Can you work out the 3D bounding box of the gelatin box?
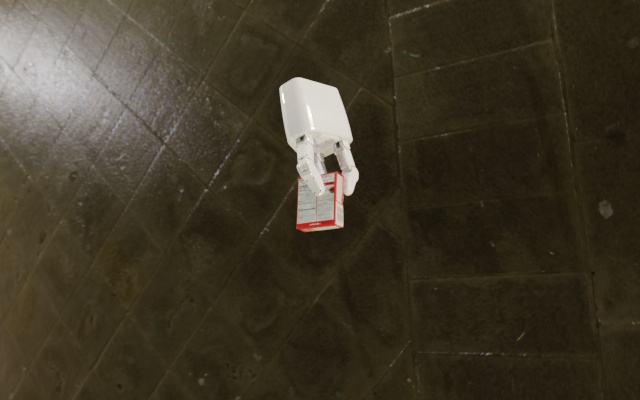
[{"bbox_3d":[0.000,0.003,0.768,0.073,0.089,0.030,-8,-20,30],"label":"gelatin box"}]
